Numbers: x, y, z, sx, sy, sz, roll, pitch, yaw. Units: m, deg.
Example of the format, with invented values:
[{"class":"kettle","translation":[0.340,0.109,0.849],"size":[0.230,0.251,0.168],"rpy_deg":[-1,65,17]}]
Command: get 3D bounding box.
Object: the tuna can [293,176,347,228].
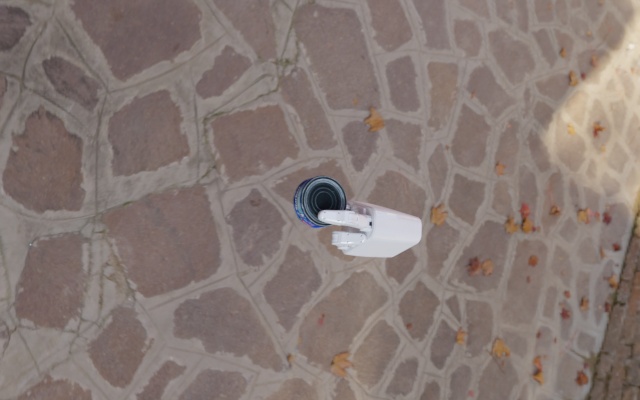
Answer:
[{"class":"tuna can","translation":[0.000,0.003,0.787],"size":[0.086,0.086,0.034],"rpy_deg":[0,-5,-26]}]
